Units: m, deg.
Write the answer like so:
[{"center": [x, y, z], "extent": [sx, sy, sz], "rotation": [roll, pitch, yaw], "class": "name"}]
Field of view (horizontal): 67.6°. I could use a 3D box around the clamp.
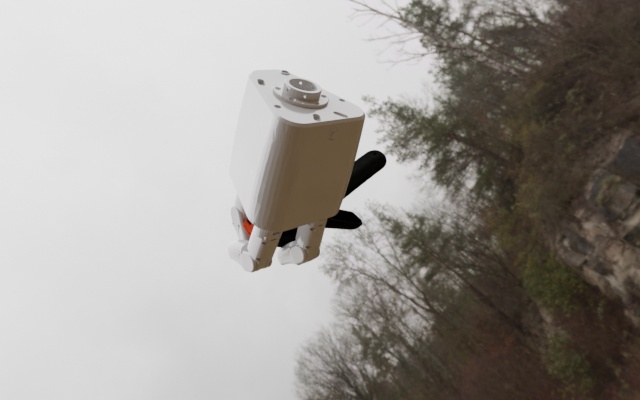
[{"center": [0.000, 0.001, 0.524], "extent": [0.171, 0.120, 0.039], "rotation": [-15, 46, -39], "class": "clamp"}]
